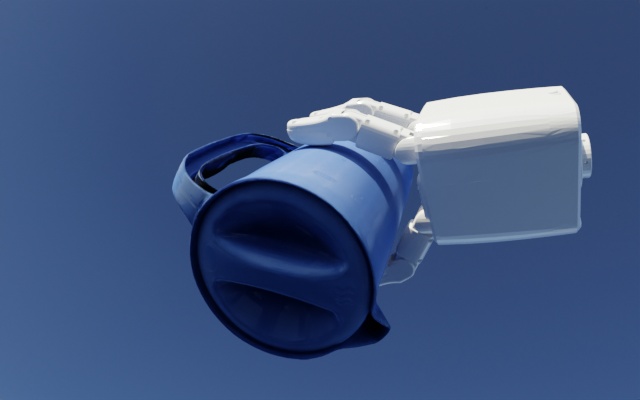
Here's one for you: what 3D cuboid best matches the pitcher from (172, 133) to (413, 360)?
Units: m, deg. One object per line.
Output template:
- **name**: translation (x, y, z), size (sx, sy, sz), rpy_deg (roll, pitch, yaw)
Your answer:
- **pitcher**: translation (0.000, 0.001, 0.411), size (0.145, 0.149, 0.242), rpy_deg (-7, 18, 22)
